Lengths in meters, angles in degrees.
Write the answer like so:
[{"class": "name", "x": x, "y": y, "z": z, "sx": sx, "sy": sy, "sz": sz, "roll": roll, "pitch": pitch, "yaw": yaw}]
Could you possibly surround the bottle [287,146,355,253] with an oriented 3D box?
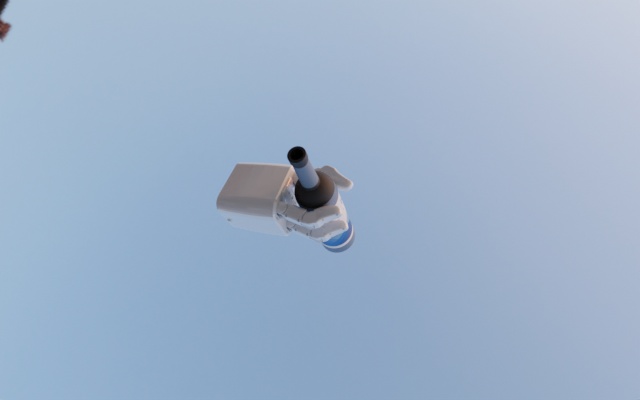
[{"class": "bottle", "x": 0.000, "y": 0.003, "z": 0.779, "sx": 0.069, "sy": 0.069, "sz": 0.296, "roll": 0, "pitch": -27, "yaw": 15}]
